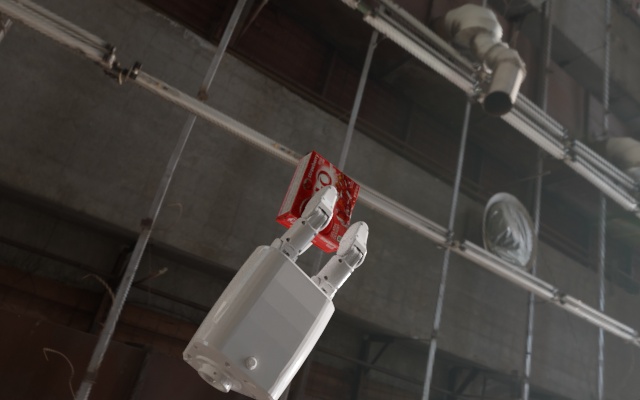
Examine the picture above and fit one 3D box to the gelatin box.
[{"bbox_3d":[0.000,0.002,0.522,0.073,0.089,0.030,35,-37,-23],"label":"gelatin box"}]
